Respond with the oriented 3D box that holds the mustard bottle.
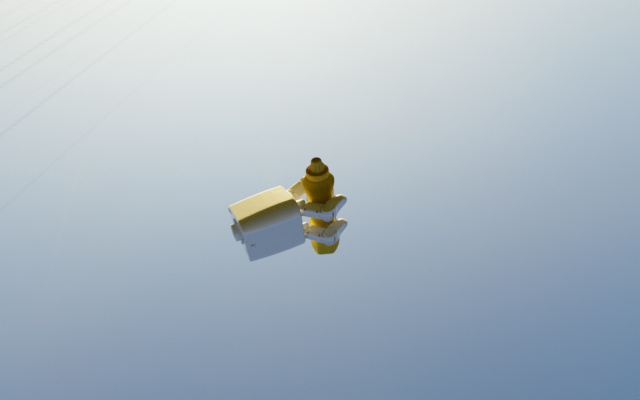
[{"bbox_3d":[0.000,0.003,0.879,0.058,0.192,0.096,-4,40,3],"label":"mustard bottle"}]
